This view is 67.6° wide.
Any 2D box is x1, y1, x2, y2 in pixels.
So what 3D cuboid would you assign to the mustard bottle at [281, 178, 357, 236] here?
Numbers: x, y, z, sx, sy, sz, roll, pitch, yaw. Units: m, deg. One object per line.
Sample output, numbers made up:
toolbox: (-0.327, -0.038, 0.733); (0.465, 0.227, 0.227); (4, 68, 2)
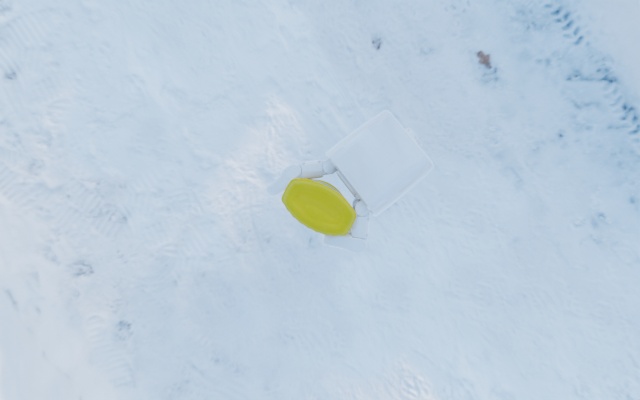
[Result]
mustard bottle: (0.000, 0.003, 0.683); (0.096, 0.058, 0.191); (27, 5, -1)
